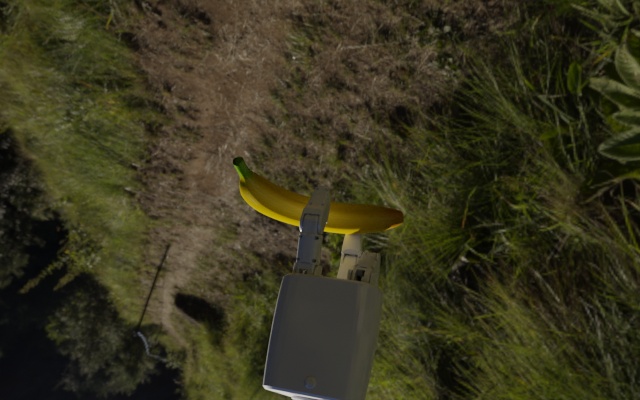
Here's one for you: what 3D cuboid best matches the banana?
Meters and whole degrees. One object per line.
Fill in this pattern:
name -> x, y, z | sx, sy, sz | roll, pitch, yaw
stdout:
banana -> -0.008, 0.008, 0.538 | 0.198, 0.037, 0.070 | 17, -26, -9
